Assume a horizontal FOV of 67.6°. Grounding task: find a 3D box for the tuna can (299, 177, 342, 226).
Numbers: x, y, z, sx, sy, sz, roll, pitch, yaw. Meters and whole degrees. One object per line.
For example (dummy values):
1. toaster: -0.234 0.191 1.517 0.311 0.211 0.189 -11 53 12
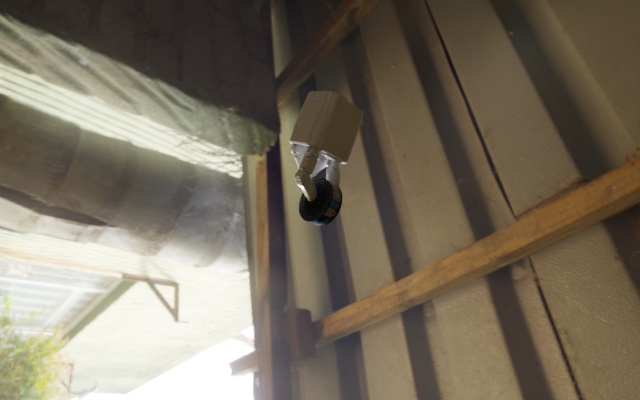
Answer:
1. tuna can: 0.001 0.003 0.885 0.034 0.086 0.086 25 -16 -38
